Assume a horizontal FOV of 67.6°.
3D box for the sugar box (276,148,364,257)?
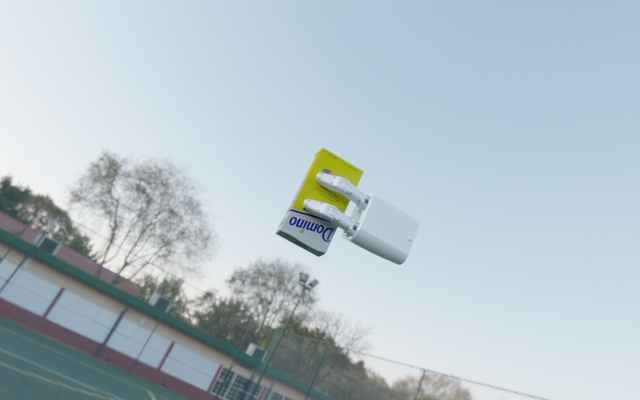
[{"bbox_3d":[0.000,0.003,0.860,0.093,0.176,0.048,29,-22,-10],"label":"sugar box"}]
